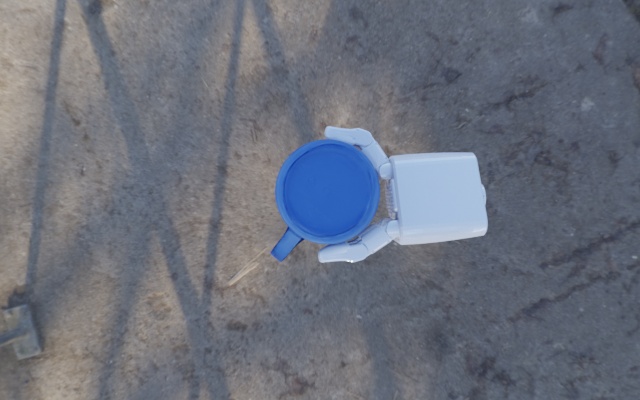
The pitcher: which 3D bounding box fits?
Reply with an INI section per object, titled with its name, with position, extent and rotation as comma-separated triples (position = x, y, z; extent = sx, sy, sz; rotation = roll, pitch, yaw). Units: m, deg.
[pitcher]
position = 0.000, 0.002, 0.597
extent = 0.145, 0.149, 0.243
rotation = -5, -1, 0
